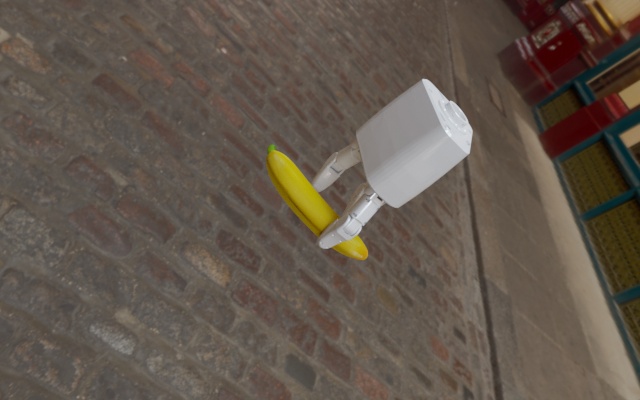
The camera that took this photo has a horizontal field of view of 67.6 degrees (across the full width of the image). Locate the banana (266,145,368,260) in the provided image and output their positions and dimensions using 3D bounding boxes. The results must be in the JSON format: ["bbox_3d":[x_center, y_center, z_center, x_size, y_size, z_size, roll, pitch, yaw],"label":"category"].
[{"bbox_3d":[-0.009,0.004,0.606,0.037,0.198,0.069,-40,-2,26],"label":"banana"}]
